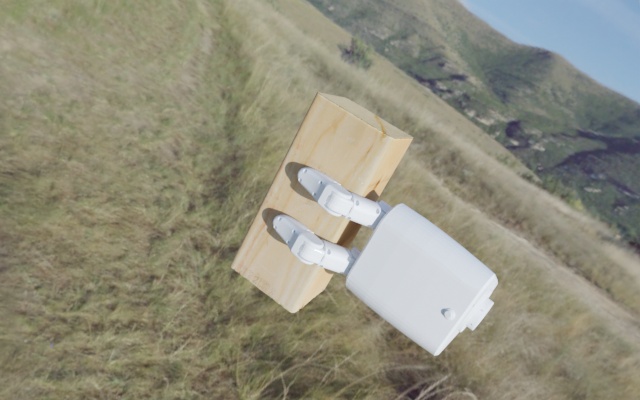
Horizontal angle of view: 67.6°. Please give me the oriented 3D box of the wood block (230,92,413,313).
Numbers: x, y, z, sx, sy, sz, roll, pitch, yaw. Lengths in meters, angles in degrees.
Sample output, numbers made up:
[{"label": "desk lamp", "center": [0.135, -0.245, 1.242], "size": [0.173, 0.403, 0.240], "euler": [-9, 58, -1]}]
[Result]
[{"label": "wood block", "center": [0.001, 0.002, 0.507], "size": [0.090, 0.206, 0.091], "euler": [34, 19, 15]}]
